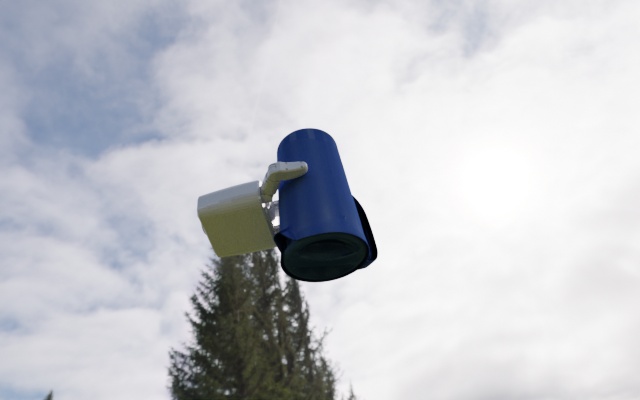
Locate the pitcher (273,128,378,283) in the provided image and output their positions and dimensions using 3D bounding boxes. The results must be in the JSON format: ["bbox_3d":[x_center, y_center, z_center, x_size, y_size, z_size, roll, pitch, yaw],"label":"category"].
[{"bbox_3d":[0.000,0.003,0.776,0.145,0.242,0.149,-13,-39,4],"label":"pitcher"}]
